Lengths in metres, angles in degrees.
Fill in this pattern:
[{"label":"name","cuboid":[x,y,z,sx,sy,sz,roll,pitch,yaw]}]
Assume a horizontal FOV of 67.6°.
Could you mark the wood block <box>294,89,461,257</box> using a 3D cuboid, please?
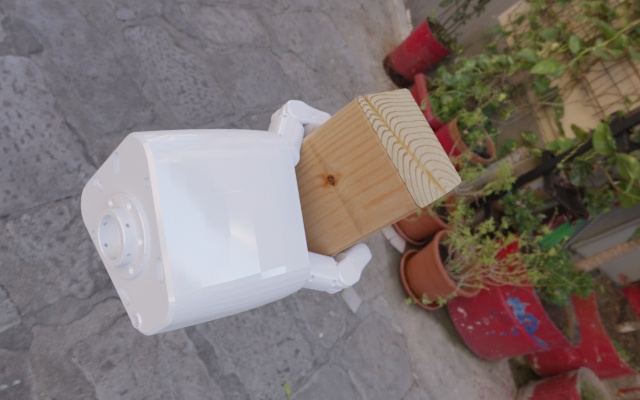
[{"label":"wood block","cuboid":[0.000,0.002,0.416,0.206,0.091,0.090,-32,-5,37]}]
